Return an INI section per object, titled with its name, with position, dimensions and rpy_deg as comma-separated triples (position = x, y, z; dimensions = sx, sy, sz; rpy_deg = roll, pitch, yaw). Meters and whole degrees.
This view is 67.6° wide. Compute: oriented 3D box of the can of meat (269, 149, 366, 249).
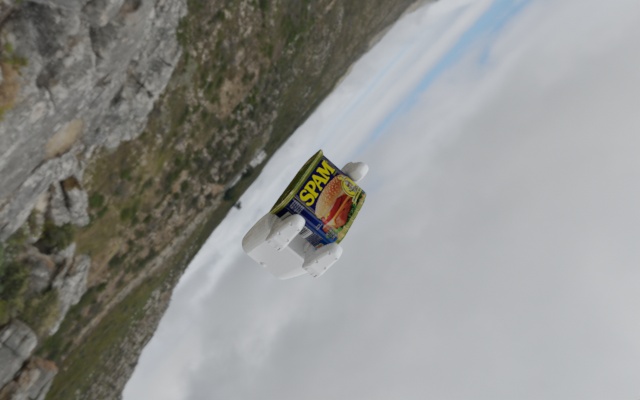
[can of meat]
position = 0.000, 0.002, 0.588
dimensions = 0.084, 0.102, 0.057
rpy_deg = 41, -37, -10
